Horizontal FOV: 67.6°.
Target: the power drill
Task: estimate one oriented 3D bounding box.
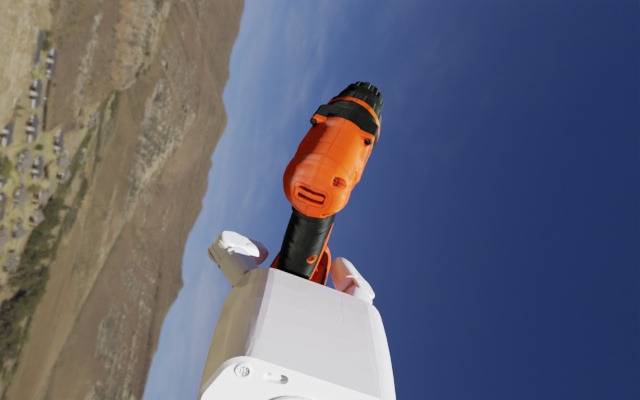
[{"bbox_3d":[0.000,0.002,0.414,0.057,0.188,0.184,21,35,7],"label":"power drill"}]
